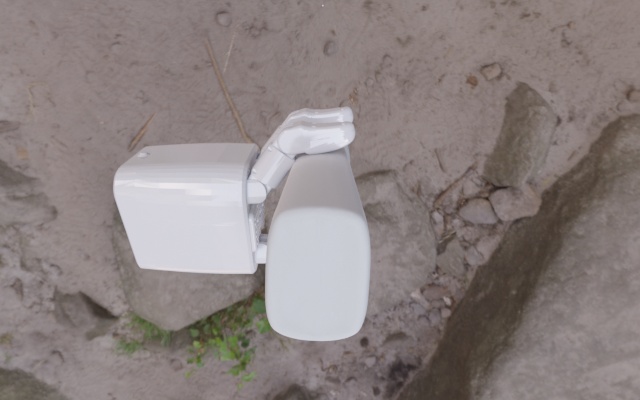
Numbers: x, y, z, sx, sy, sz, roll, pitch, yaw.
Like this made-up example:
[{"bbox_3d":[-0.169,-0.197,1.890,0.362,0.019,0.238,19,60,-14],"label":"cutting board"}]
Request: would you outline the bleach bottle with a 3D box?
[{"bbox_3d":[0.000,0.001,0.414,0.068,0.103,0.250,3,22,0],"label":"bleach bottle"}]
